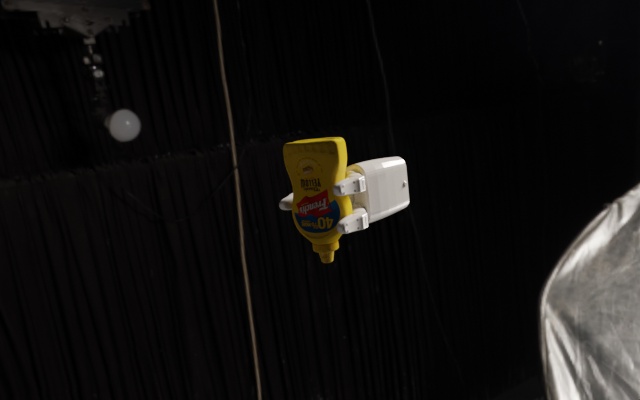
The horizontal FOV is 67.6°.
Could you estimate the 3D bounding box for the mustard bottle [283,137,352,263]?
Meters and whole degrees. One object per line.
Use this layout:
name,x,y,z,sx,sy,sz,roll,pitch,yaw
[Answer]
mustard bottle,0.000,0.002,0.733,0.096,0.192,0.058,-1,12,27
